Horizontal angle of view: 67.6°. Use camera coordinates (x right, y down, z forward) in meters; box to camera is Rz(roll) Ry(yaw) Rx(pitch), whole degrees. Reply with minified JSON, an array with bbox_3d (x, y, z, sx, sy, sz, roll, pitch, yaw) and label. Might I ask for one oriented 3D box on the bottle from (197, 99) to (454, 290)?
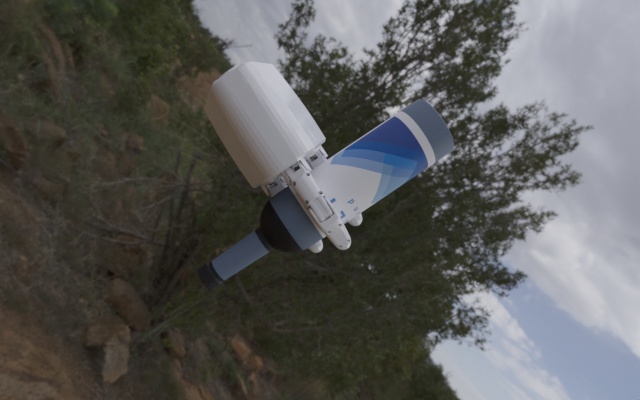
[{"bbox_3d":[0.000,0.002,0.507,0.295,0.069,0.069,-34,1,-1],"label":"bottle"}]
